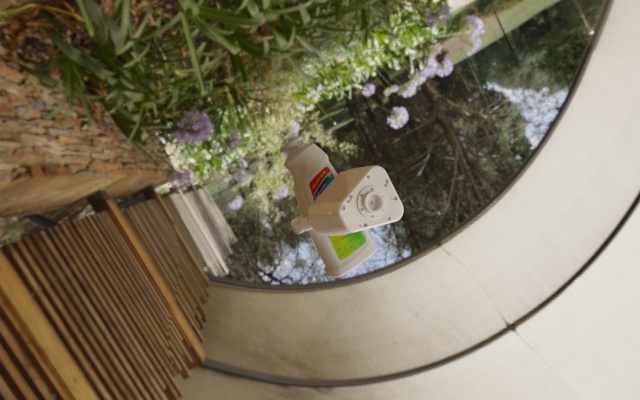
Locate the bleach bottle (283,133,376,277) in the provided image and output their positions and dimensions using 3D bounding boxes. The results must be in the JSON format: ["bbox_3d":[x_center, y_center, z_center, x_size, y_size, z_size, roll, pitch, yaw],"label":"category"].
[{"bbox_3d":[0.000,0.003,0.840,0.102,0.251,0.068,-32,9,-22],"label":"bleach bottle"}]
